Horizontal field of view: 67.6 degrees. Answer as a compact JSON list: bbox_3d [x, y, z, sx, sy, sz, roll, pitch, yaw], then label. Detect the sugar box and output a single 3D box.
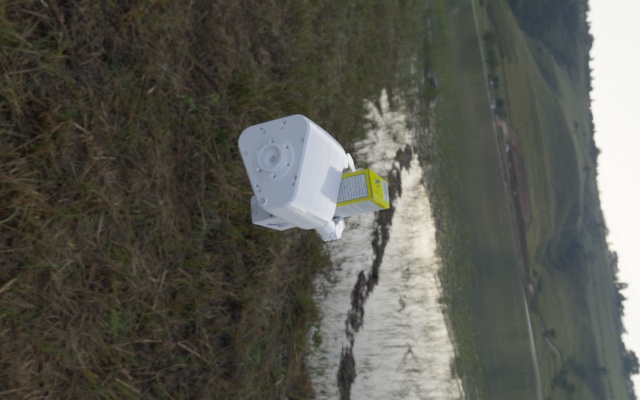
[{"bbox_3d":[0.000,0.002,0.667,0.176,0.048,0.093,-10,-13,20],"label":"sugar box"}]
